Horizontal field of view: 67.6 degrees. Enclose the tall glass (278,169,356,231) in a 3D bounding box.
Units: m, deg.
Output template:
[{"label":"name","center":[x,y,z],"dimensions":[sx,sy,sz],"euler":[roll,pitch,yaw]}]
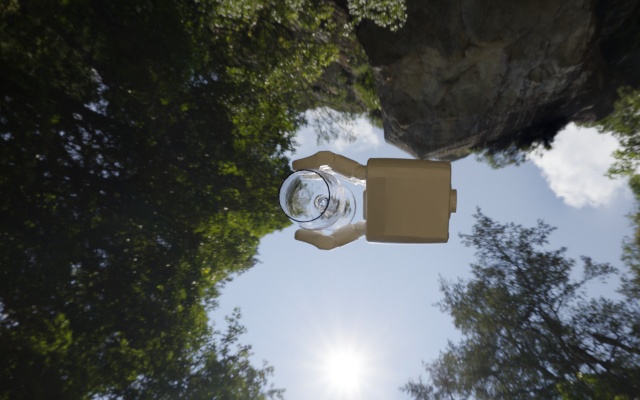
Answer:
[{"label":"tall glass","center":[0.000,0.002,0.643],"dimensions":[0.079,0.079,0.201],"euler":[0,-4,11]}]
